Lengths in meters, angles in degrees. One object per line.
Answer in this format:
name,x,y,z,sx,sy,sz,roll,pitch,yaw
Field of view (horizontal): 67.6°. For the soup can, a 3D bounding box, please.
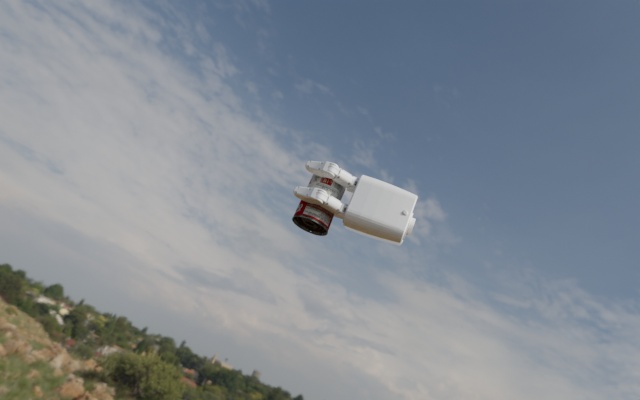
soup can,0.000,0.002,0.857,0.068,0.102,0.068,20,-22,9
